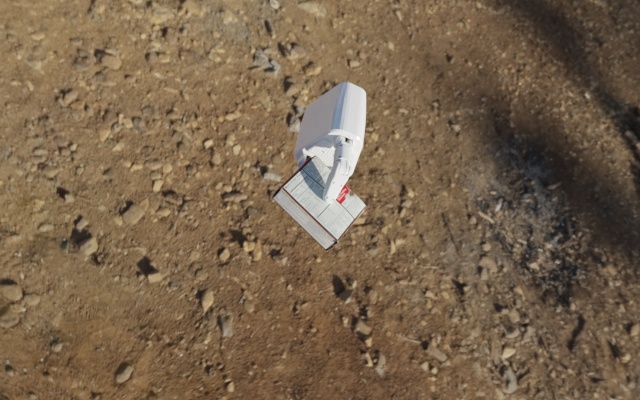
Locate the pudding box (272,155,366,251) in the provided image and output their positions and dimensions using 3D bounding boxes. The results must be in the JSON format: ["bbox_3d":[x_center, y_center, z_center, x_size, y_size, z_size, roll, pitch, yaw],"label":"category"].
[{"bbox_3d":[0.000,0.002,0.690,0.090,0.113,0.039,-47,0,-38],"label":"pudding box"}]
